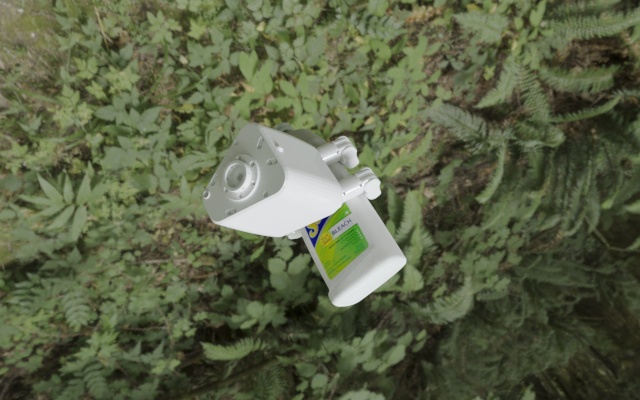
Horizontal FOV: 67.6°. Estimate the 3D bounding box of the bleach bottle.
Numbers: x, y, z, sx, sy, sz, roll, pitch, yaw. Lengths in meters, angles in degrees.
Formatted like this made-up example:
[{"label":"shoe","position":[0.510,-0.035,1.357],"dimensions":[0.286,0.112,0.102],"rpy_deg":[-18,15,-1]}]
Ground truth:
[{"label":"bleach bottle","position":[0.000,0.002,0.611],"dimensions":[0.102,0.250,0.068],"rpy_deg":[-42,-28,18]}]
